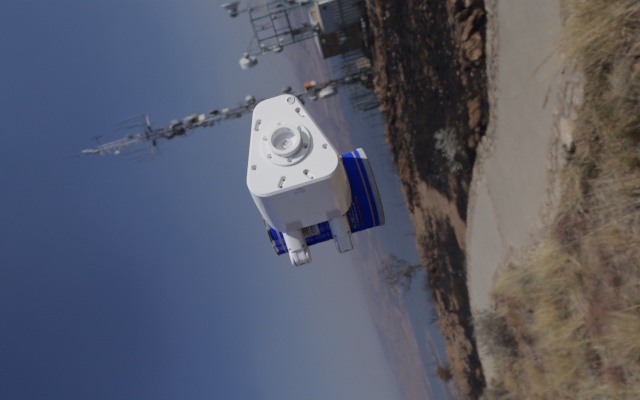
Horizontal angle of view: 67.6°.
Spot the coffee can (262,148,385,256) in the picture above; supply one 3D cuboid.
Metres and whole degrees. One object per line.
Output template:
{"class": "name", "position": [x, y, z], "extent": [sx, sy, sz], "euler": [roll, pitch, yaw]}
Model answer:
{"class": "coffee can", "position": [0.000, 0.002, 0.611], "extent": [0.140, 0.103, 0.103], "euler": [-17, 0, 1]}
